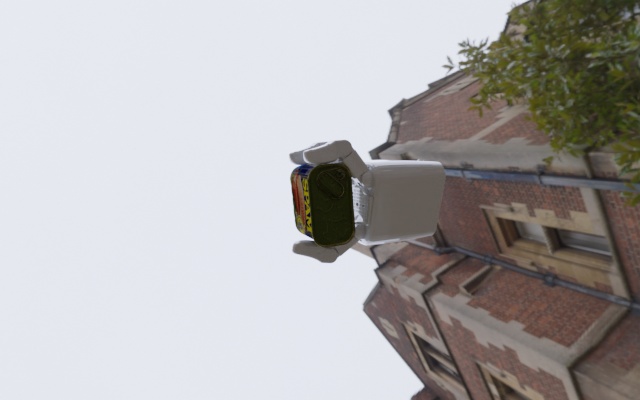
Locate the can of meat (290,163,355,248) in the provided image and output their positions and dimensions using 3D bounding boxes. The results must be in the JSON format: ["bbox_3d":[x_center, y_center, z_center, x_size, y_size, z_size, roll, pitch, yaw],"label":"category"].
[{"bbox_3d":[0.000,0.002,0.617,0.057,0.102,0.084,-8,9,-20],"label":"can of meat"}]
